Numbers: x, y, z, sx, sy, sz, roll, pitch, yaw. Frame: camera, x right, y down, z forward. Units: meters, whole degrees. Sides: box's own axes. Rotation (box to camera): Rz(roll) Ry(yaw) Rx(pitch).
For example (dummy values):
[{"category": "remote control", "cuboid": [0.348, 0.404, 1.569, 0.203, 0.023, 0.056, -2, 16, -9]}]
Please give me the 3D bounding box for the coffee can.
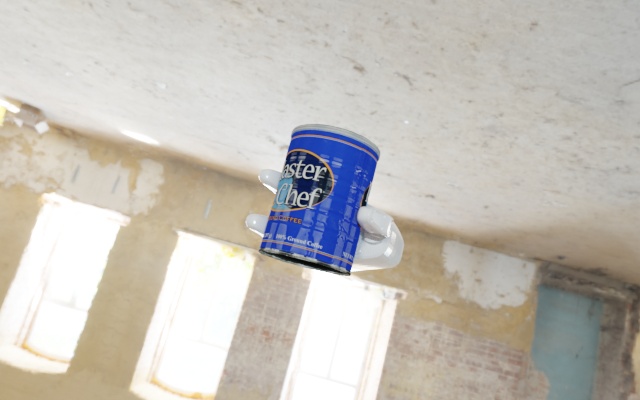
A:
[{"category": "coffee can", "cuboid": [0.000, 0.002, 0.522, 0.103, 0.140, 0.103, 14, -12, 3]}]
